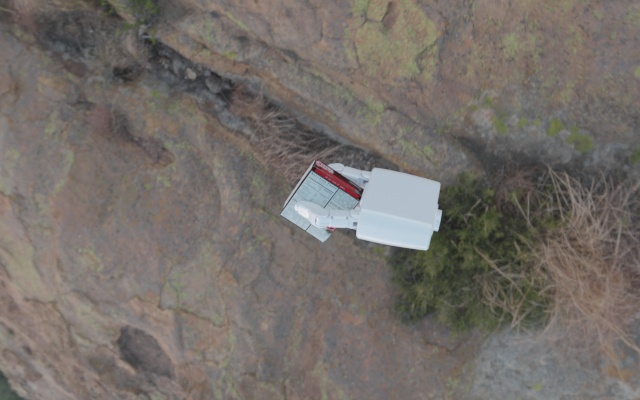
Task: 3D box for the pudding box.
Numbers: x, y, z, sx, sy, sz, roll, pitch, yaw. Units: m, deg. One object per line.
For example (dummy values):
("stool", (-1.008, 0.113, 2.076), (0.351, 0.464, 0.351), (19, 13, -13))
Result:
("pudding box", (0.000, 0.003, 0.741), (0.090, 0.113, 0.039), (34, 36, -6))
